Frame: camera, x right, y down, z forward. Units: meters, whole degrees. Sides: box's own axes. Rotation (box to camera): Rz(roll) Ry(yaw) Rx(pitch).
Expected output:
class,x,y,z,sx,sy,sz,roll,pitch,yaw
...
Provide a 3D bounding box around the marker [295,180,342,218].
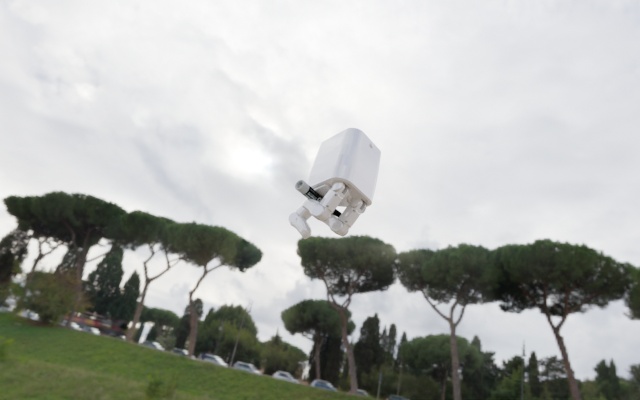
class,x,y,z,sx,sy,sz,roll,pitch,yaw
marker,0.000,0.003,0.812,0.020,0.020,0.121,0,-28,40
